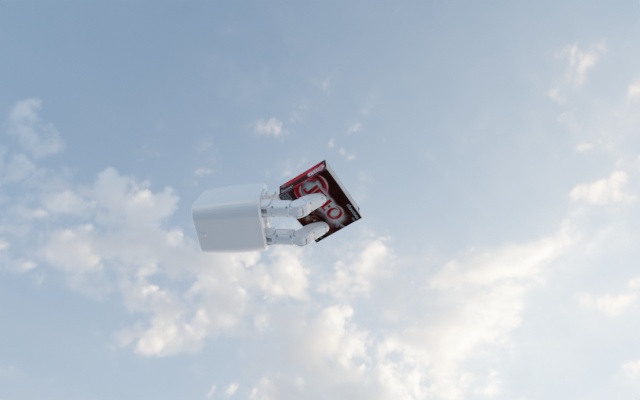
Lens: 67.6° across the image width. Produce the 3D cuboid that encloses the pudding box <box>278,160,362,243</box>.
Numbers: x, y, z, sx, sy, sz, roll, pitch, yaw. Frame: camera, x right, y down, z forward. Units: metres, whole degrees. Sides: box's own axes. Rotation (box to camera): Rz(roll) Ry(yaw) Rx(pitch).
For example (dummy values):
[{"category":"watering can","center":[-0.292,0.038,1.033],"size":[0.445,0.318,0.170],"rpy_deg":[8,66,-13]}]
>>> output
[{"category":"pudding box","center":[0.000,0.002,0.771],"size":[0.090,0.113,0.039],"rpy_deg":[-30,31,15]}]
